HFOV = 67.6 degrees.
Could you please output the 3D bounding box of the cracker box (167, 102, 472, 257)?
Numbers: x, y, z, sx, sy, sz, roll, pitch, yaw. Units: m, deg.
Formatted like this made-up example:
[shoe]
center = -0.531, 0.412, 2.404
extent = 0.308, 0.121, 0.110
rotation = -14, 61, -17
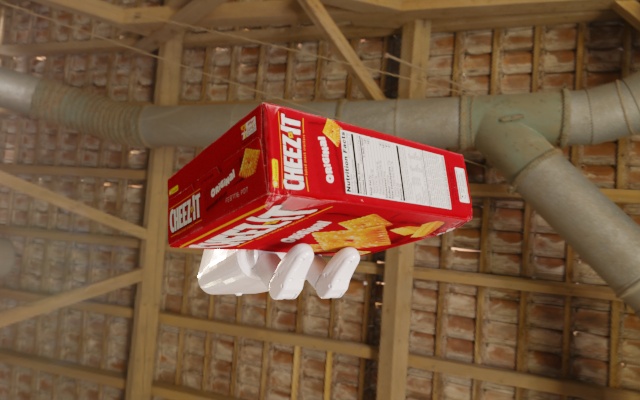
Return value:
[cracker box]
center = 0.000, 0.001, 0.417
extent = 0.214, 0.072, 0.164
rotation = 7, -21, -38
